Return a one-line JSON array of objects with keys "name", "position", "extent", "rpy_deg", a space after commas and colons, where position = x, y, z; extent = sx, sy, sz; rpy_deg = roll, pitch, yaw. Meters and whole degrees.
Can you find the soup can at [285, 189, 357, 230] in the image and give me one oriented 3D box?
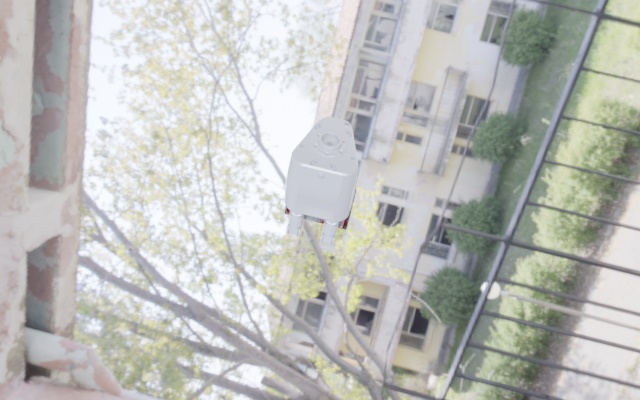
[{"name": "soup can", "position": [0.000, 0.003, 0.763], "extent": [0.102, 0.068, 0.068], "rpy_deg": [14, 0, 2]}]
